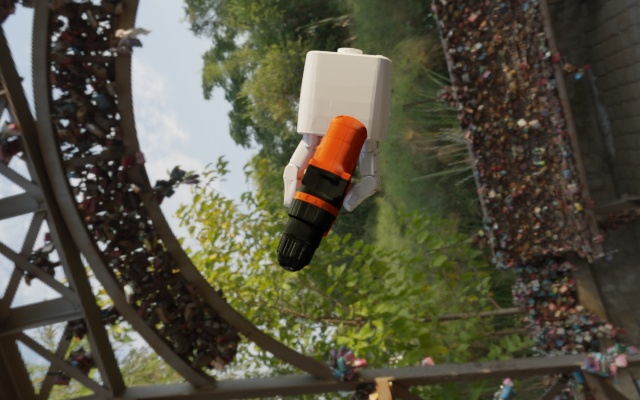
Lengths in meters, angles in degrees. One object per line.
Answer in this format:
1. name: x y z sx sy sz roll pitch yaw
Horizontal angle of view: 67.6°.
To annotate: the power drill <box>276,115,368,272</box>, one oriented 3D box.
1. power drill: 0.000 0.002 0.596 0.057 0.184 0.188 25 -8 1
